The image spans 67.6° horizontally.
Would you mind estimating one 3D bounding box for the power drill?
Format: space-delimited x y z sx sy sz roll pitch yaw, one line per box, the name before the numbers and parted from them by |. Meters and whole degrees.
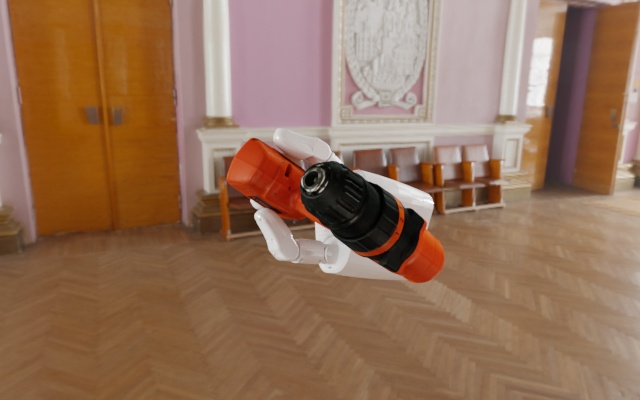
power drill | 0.000 0.001 0.416 0.187 0.057 0.184 27 -7 43
